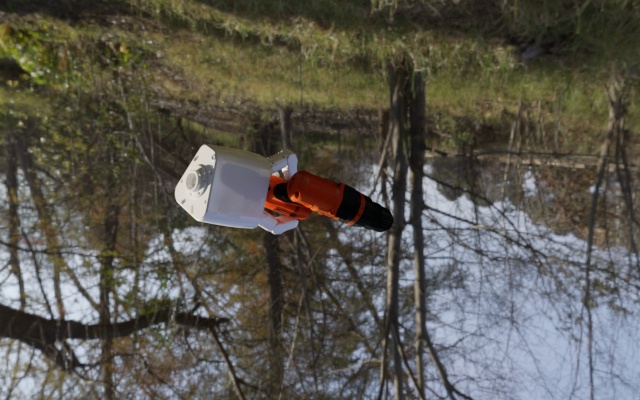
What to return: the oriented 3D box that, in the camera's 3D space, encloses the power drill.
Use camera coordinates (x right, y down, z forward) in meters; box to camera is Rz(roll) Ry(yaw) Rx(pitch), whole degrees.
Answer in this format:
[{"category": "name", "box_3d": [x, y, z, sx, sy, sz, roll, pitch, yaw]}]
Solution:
[{"category": "power drill", "box_3d": [0.000, 0.002, 0.756, 0.184, 0.057, 0.187, 24, -12, -30]}]
